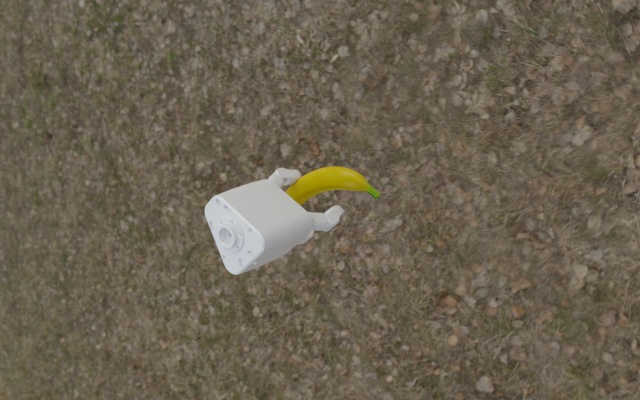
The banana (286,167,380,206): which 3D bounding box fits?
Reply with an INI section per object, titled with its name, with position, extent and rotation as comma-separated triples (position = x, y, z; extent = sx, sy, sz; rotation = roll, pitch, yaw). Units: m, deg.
[banana]
position = -0.003, -0.016, 0.780
extent = 0.198, 0.069, 0.037
rotation = -12, 9, 35
